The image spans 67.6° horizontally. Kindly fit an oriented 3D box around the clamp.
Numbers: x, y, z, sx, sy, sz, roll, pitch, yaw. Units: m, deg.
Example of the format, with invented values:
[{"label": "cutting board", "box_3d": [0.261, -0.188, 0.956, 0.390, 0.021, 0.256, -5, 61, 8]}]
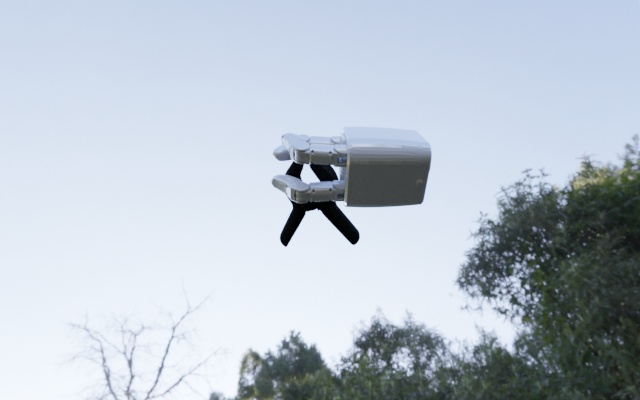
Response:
[{"label": "clamp", "box_3d": [0.000, 0.002, 0.681, 0.120, 0.172, 0.039, 1, 37, -1]}]
